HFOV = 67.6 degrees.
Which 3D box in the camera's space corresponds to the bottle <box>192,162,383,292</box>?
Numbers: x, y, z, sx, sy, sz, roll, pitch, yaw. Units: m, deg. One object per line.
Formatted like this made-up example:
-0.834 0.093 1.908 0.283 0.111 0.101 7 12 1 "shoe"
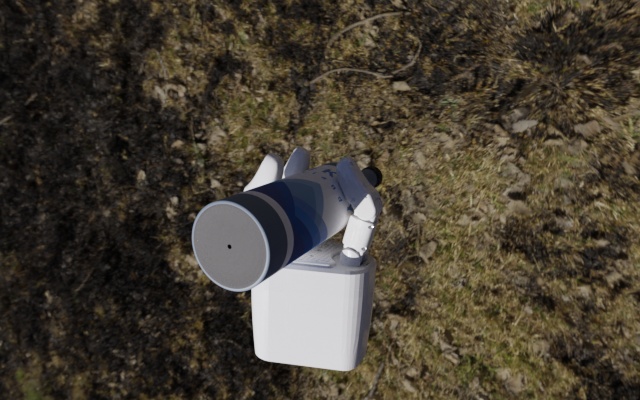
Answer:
0.000 0.001 0.460 0.069 0.069 0.295 0 12 26 "bottle"
